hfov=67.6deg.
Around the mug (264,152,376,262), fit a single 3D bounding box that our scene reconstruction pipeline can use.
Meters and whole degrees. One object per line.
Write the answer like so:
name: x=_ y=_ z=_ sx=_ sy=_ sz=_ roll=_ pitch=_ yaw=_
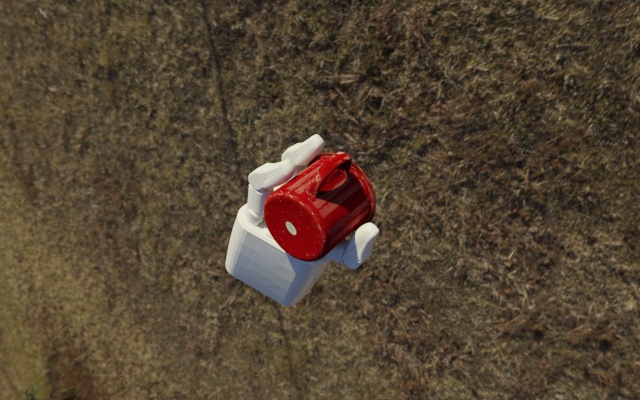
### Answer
mug: x=0.000 y=0.001 z=0.480 sx=0.093 sy=0.117 sz=0.081 roll=39 pitch=47 yaw=15
